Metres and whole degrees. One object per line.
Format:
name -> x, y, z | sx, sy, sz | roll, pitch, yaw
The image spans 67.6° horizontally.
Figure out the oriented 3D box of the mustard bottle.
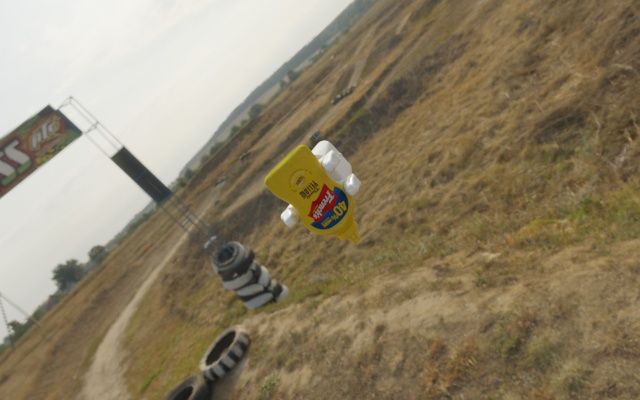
mustard bottle -> 0.000, 0.003, 0.824 | 0.096, 0.192, 0.058 | -44, 12, -1
